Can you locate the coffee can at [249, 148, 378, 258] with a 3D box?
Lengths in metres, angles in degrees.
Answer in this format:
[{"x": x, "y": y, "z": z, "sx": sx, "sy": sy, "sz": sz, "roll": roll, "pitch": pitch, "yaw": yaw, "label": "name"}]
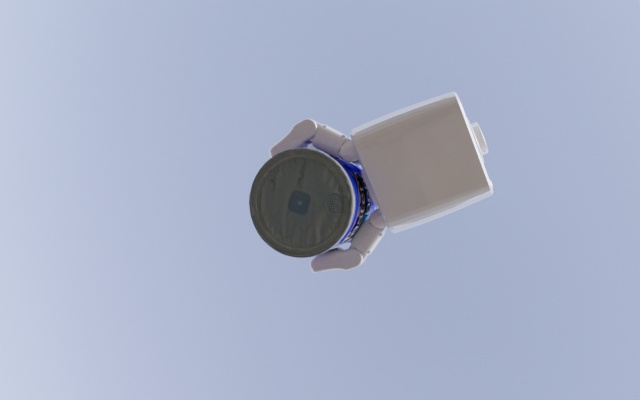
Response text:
[{"x": 0.000, "y": 0.002, "z": 0.508, "sx": 0.103, "sy": 0.103, "sz": 0.140, "roll": 0, "pitch": 1, "yaw": 16, "label": "coffee can"}]
